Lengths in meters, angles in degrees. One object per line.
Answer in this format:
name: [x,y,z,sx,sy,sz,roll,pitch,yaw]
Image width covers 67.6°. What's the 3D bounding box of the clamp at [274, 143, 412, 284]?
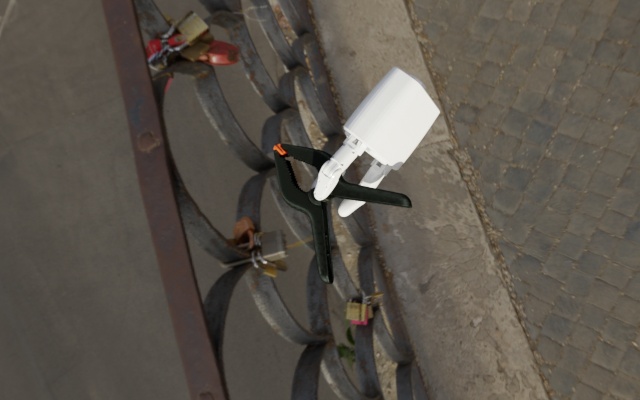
clamp: [0.000,0.002,0.679,0.210,0.164,0.036,40,4,18]
